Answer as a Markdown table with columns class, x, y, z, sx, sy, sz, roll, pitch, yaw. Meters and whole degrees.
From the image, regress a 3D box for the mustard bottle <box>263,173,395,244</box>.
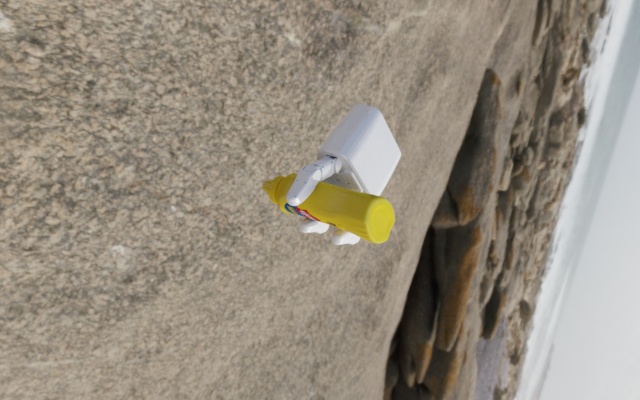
| class | x | y | z | sx | sy | sz | roll | pitch | yaw |
| --- | --- | --- | --- | --- | --- | --- | --- | --- | --- |
| mustard bottle | 0.000 | 0.003 | 0.654 | 0.191 | 0.058 | 0.096 | 17 | -8 | 29 |
